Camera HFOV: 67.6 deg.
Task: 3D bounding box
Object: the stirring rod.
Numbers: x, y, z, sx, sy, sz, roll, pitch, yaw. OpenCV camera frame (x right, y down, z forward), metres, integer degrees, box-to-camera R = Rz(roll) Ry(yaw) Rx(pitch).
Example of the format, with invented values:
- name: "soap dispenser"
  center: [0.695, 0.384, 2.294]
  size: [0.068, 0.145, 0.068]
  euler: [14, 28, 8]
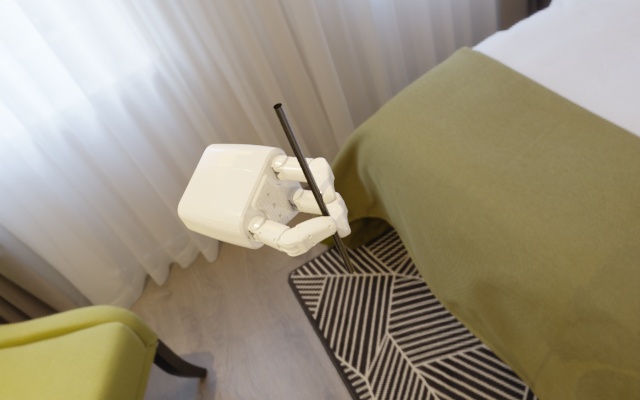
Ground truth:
- name: "stirring rod"
  center: [0.000, 0.002, 0.485]
  size: [0.011, 0.011, 0.240]
  euler: [0, -43, 24]
